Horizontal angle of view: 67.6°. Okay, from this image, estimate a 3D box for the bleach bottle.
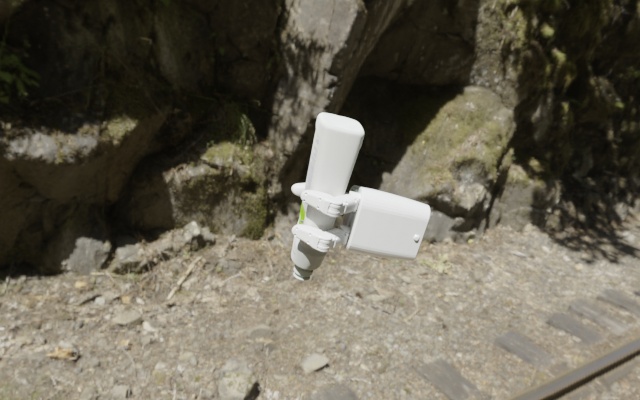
[{"bbox_3d":[0.000,0.002,0.721,0.068,0.251,0.102,12,21,-7],"label":"bleach bottle"}]
